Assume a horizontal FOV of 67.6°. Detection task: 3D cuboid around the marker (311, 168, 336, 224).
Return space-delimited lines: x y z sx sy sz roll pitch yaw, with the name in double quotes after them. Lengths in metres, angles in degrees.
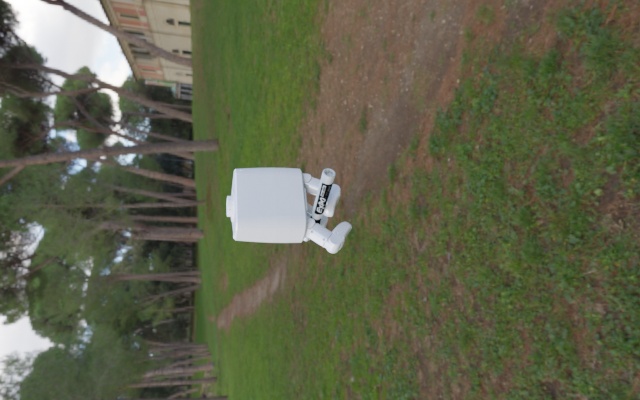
0.000 0.002 0.714 0.020 0.020 0.121 0 -43 -16 "marker"
